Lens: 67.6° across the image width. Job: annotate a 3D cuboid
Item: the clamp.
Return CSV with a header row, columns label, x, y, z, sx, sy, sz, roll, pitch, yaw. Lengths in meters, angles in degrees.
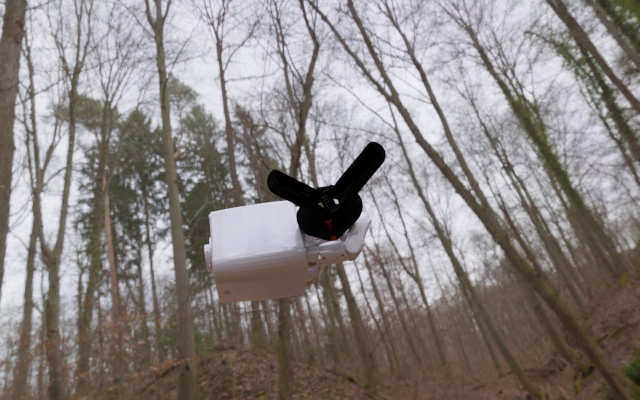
label,x,y,z,sx,sy,sz,roll,pitch,yaw
clamp,0.000,0.001,0.526,0.120,0.039,0.172,-7,-32,-11
